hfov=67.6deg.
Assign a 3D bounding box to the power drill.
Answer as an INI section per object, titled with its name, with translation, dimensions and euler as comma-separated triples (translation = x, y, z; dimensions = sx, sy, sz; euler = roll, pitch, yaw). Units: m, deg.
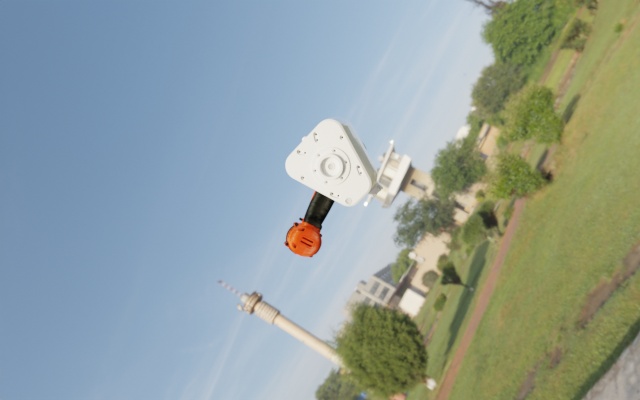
[power drill]
translation = 0.000, 0.002, 0.776
dimensions = 0.057, 0.187, 0.184
euler = 24, -4, -7
